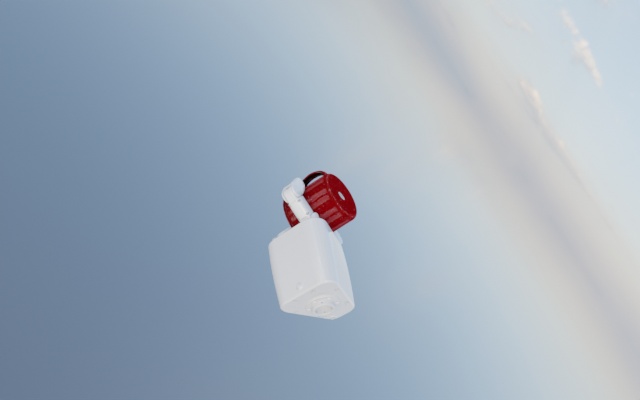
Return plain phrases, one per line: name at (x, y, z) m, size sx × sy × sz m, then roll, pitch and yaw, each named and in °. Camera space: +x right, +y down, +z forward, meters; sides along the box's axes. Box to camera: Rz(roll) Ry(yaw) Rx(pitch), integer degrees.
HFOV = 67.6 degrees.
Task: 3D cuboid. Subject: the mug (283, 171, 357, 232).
mug at (0.000, 0.001, 0.747) m, size 0.081 × 0.117 × 0.093 m, roll -32°, pitch -42°, yaw 22°
